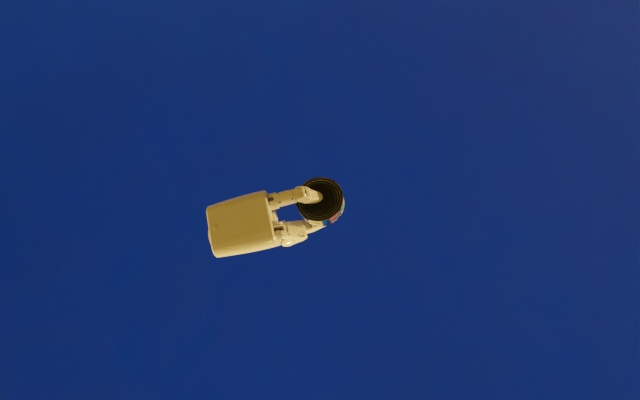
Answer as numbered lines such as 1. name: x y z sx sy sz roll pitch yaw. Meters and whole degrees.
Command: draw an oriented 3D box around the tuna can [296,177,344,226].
1. tuna can: 0.000 0.003 0.860 0.086 0.086 0.034 0 -23 9
